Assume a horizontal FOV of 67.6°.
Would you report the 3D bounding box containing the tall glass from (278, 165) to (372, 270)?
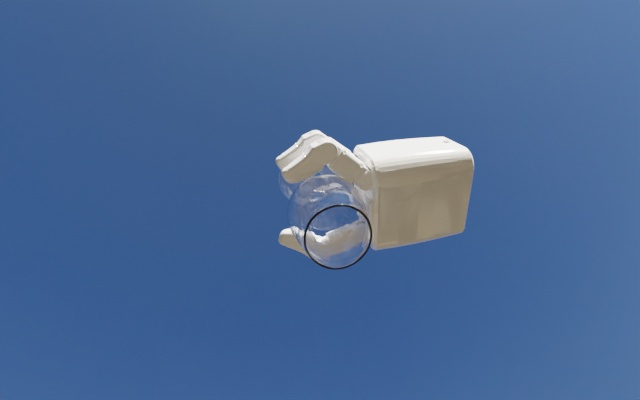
[{"bbox_3d":[0.000,0.002,0.510,0.079,0.079,0.201,0,18,-9],"label":"tall glass"}]
